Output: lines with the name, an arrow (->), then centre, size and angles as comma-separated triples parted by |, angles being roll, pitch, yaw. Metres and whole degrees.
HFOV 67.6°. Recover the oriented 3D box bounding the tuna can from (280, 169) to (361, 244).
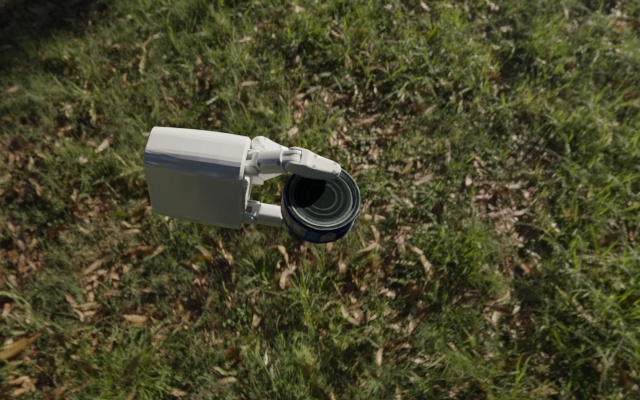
tuna can -> 0.000, 0.001, 0.522 | 0.086, 0.086, 0.034 | 0, -28, -10
